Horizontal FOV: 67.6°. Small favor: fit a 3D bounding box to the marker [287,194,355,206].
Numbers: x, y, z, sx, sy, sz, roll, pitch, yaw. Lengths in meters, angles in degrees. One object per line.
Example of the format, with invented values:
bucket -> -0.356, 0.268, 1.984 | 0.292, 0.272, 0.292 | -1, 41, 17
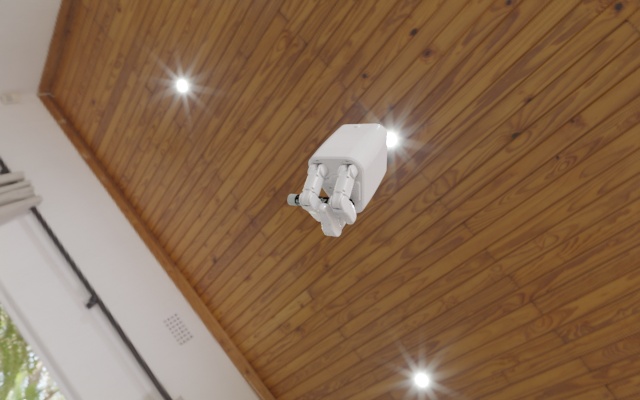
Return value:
marker -> 0.000, 0.003, 0.760 | 0.121, 0.020, 0.020 | 5, 3, 34
